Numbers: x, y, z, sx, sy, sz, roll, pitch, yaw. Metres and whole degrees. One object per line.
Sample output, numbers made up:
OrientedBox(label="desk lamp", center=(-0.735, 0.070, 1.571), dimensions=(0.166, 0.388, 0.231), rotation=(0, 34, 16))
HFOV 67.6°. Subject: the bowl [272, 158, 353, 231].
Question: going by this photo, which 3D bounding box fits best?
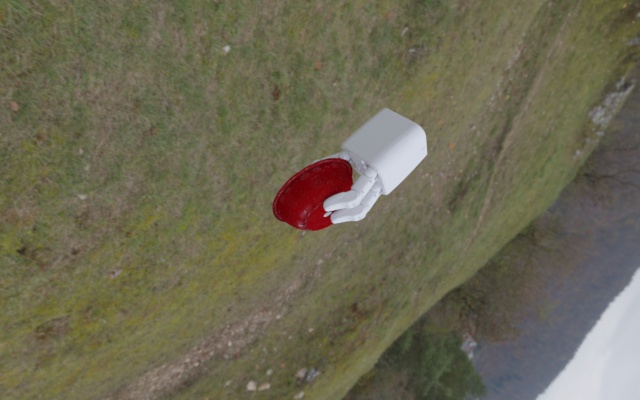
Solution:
OrientedBox(label="bowl", center=(-0.001, 0.004, 0.825), dimensions=(0.162, 0.055, 0.162), rotation=(-26, -29, -15))
